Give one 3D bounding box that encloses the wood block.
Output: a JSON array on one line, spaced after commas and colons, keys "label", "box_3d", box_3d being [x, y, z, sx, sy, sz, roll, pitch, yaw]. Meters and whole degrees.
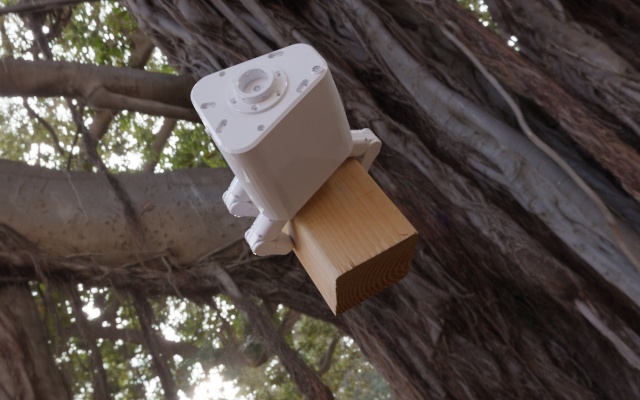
[{"label": "wood block", "box_3d": [0.000, 0.001, 0.503, 0.091, 0.206, 0.090, -26, -32, -16]}]
